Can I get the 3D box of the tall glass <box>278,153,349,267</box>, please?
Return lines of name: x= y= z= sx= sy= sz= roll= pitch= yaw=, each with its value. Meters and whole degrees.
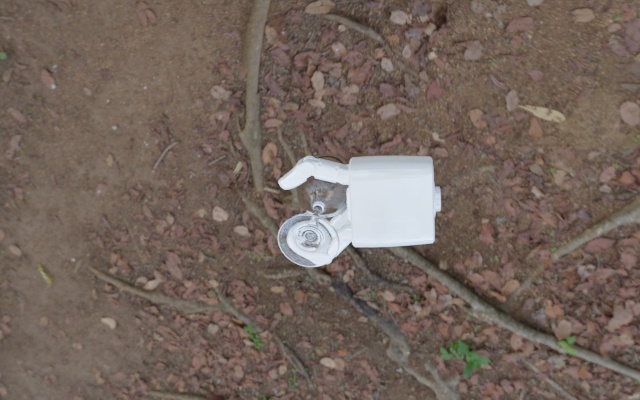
tall glass: x=0.000 y=0.002 z=0.650 sx=0.079 sy=0.079 sz=0.201 roll=0 pitch=28 yaw=9
